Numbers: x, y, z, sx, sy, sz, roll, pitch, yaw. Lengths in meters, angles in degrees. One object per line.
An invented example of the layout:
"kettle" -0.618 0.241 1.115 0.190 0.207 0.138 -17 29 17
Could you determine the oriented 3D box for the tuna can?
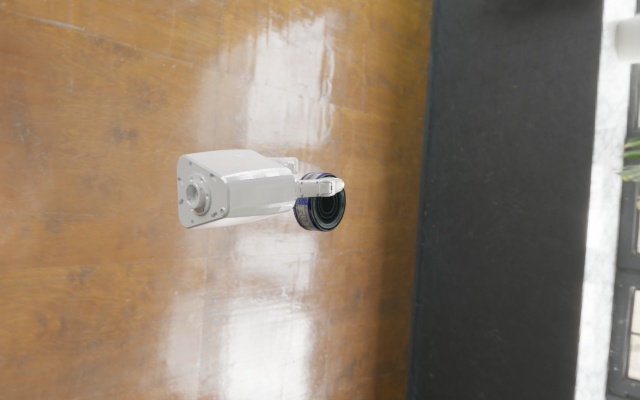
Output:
"tuna can" 0.001 0.002 0.689 0.034 0.086 0.086 3 2 39
